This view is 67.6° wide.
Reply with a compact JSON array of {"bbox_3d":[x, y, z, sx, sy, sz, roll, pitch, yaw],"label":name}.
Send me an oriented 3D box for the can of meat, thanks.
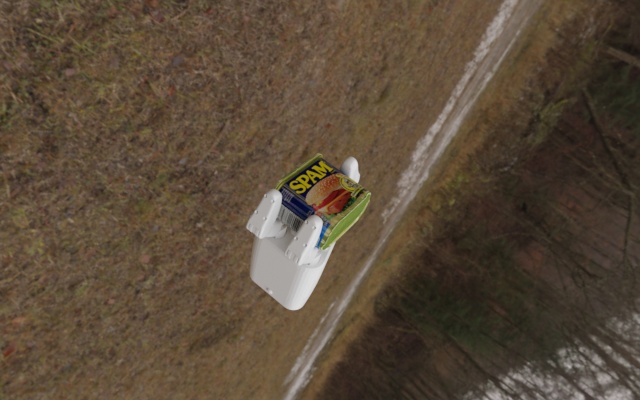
[{"bbox_3d":[0.000,0.002,0.568,0.084,0.057,0.102,36,45,15],"label":"can of meat"}]
